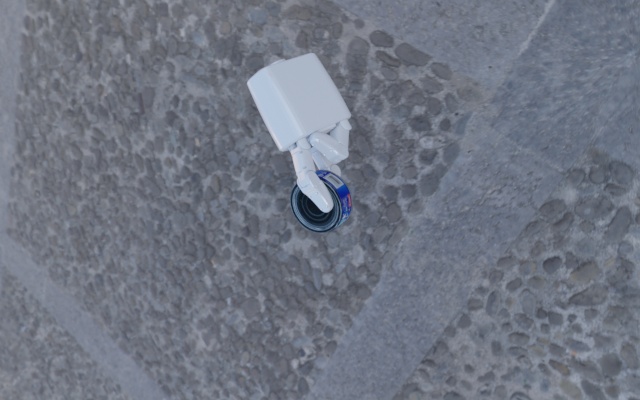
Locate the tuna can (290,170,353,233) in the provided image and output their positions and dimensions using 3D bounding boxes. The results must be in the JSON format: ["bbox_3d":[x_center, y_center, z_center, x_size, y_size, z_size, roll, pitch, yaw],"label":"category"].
[{"bbox_3d":[0.000,0.002,0.671,0.086,0.086,0.033,0,19,31],"label":"tuna can"}]
